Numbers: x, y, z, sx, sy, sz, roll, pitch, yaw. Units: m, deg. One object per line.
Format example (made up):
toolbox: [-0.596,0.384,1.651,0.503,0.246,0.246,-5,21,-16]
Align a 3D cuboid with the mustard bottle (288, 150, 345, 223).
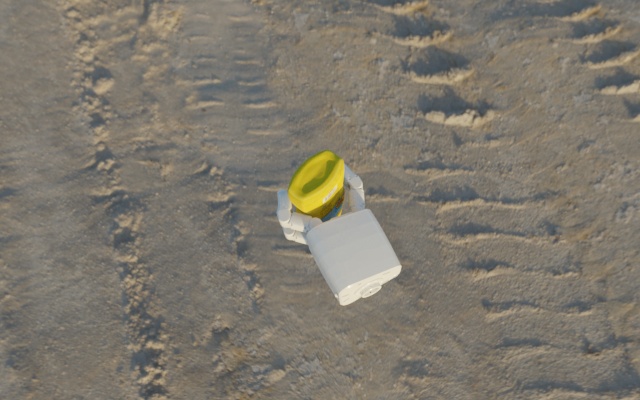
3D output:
mustard bottle: [0.000,0.002,0.780,0.058,0.096,0.192,35,-18,19]
